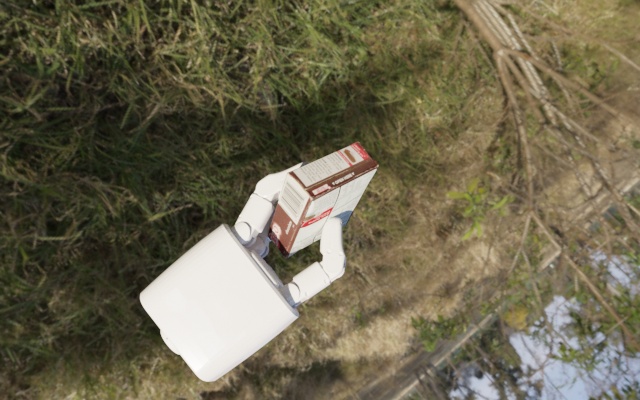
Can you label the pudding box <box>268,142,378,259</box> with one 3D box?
[{"bbox_3d":[0.000,0.002,0.485,0.090,0.039,0.114,-28,-21,-32],"label":"pudding box"}]
